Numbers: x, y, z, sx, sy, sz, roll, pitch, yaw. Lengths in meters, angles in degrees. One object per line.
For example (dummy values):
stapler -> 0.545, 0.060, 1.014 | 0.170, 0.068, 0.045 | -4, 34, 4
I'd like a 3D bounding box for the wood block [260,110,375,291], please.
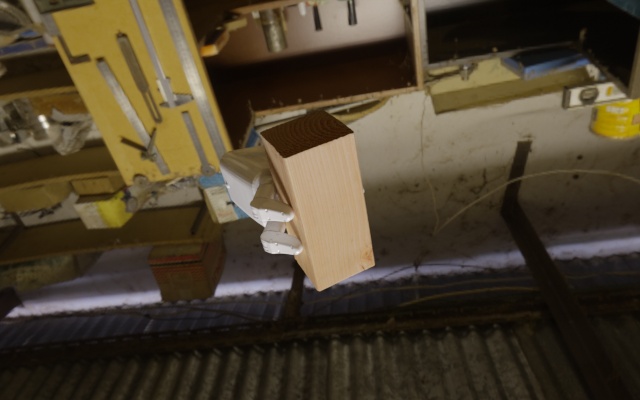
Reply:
wood block -> 0.000, 0.002, 0.622 | 0.091, 0.206, 0.090 | -23, 36, -15
